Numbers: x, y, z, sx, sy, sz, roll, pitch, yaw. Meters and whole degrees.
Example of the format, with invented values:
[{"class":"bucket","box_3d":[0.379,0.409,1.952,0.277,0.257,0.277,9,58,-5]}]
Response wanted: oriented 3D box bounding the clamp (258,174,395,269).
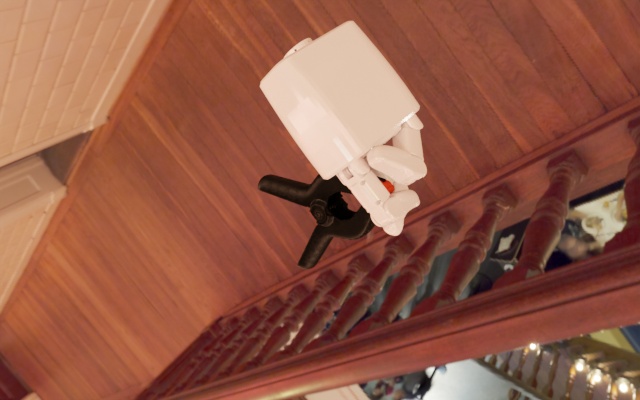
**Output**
[{"class":"clamp","box_3d":[0.000,0.002,0.510,0.171,0.120,0.039,-33,6,44]}]
